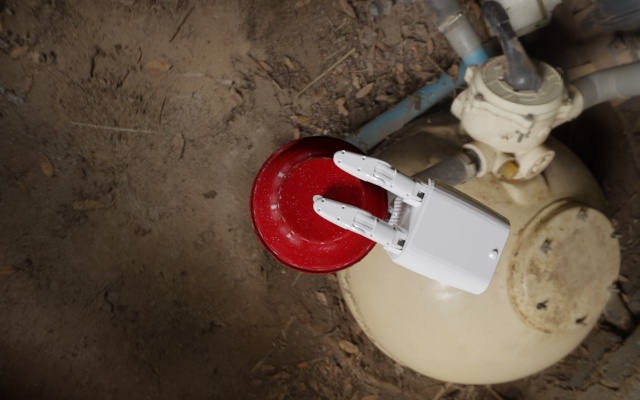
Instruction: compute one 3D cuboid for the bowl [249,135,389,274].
[{"bbox_3d":[-0.001,0.001,0.527,0.162,0.162,0.055,0,-5,-3],"label":"bowl"}]
